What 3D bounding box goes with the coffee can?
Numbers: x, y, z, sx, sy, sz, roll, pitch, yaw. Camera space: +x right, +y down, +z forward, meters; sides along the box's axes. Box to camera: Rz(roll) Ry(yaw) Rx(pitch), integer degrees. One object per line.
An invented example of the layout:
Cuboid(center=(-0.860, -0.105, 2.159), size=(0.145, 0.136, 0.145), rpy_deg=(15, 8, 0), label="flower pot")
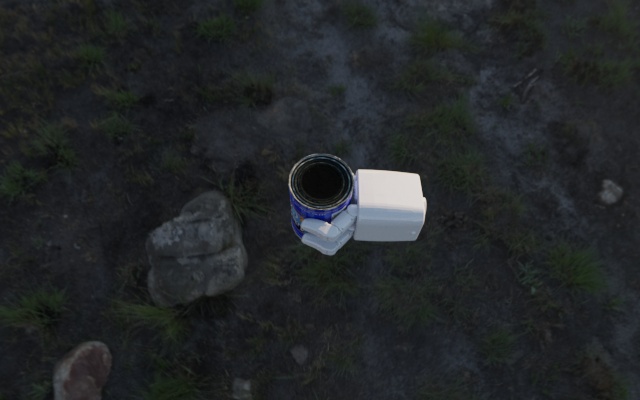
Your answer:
Cuboid(center=(0.000, 0.003, 0.800), size=(0.103, 0.102, 0.140), rpy_deg=(0, -28, -1), label="coffee can")
